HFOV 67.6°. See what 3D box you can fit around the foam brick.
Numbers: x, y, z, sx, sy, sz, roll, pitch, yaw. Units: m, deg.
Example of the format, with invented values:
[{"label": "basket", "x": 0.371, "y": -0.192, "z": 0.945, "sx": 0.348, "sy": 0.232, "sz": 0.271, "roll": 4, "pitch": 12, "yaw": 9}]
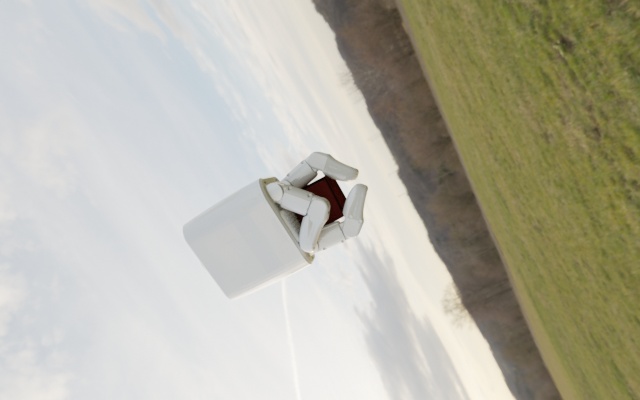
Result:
[{"label": "foam brick", "x": 0.000, "y": 0.002, "z": 0.575, "sx": 0.051, "sy": 0.053, "sz": 0.078, "roll": -29, "pitch": 1, "yaw": 9}]
